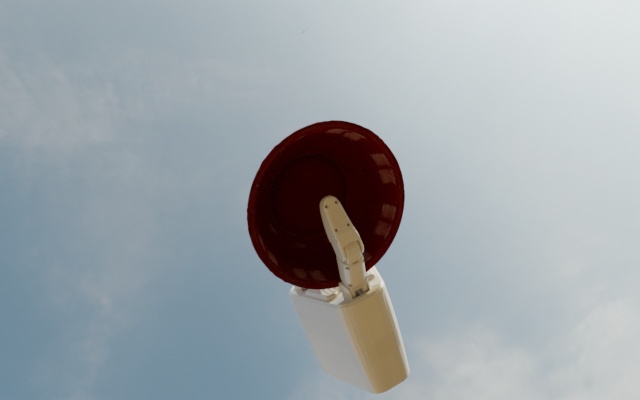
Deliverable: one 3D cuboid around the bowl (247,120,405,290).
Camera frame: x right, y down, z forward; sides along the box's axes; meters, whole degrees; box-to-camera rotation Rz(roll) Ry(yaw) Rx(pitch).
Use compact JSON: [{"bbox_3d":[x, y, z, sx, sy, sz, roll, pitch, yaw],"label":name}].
[{"bbox_3d":[0.000,0.000,0.467,0.162,0.162,0.055,0,13,-25],"label":"bowl"}]
